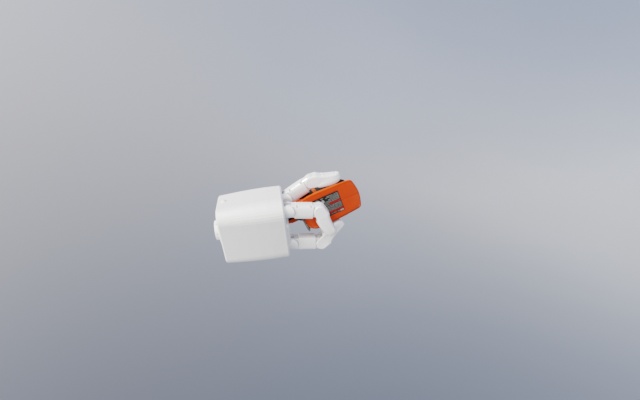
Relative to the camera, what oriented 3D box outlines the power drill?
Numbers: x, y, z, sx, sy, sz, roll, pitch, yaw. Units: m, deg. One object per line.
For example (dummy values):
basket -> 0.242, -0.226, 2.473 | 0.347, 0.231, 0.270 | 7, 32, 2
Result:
power drill -> 0.000, 0.003, 0.873 | 0.184, 0.057, 0.187 | -26, 7, -20
